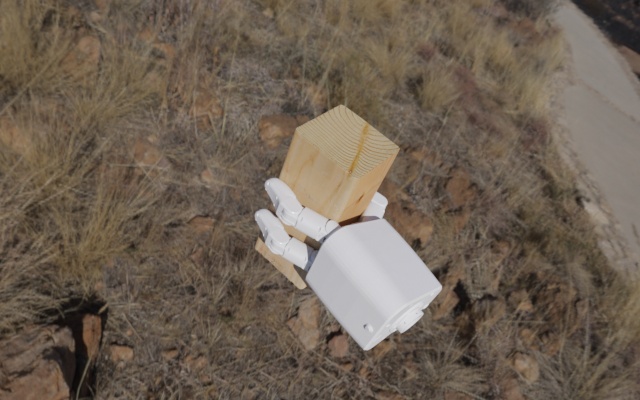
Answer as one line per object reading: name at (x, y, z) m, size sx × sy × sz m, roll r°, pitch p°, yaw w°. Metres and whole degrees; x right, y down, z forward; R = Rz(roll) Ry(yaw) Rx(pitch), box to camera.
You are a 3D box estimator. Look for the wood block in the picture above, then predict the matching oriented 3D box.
wood block at (0.001, 0.002, 0.582) m, size 0.090 × 0.206 × 0.090 m, roll 40°, pitch 45°, yaw 15°
